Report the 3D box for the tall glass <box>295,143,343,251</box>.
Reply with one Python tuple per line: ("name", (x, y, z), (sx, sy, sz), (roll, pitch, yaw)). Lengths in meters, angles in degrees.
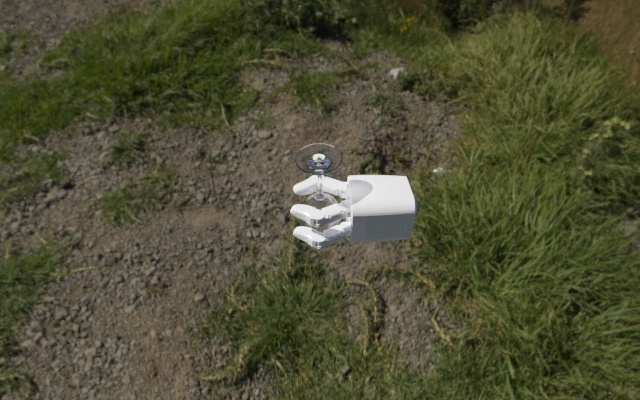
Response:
("tall glass", (0.000, 0.002, 0.819), (0.079, 0.079, 0.201), (0, -43, 2))
